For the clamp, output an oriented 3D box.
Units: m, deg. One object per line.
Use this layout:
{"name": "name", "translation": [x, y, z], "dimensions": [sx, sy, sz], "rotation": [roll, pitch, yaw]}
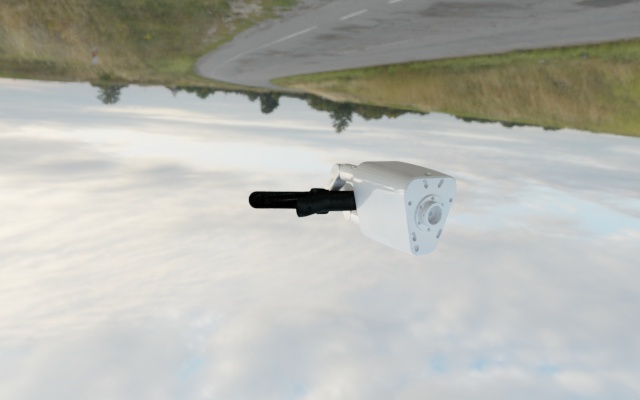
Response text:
{"name": "clamp", "translation": [0.000, 0.003, 0.661], "dimensions": [0.171, 0.039, 0.120], "rotation": [-4, 14, -32]}
